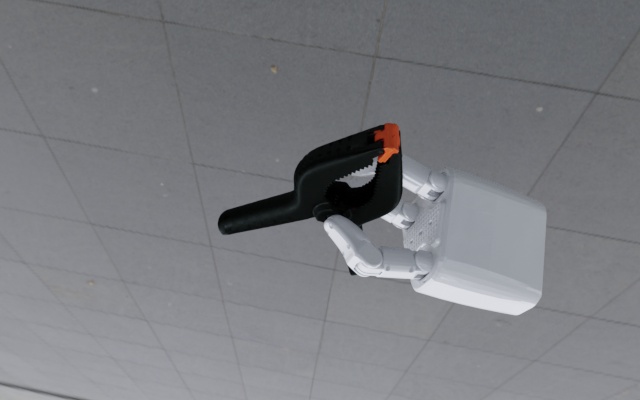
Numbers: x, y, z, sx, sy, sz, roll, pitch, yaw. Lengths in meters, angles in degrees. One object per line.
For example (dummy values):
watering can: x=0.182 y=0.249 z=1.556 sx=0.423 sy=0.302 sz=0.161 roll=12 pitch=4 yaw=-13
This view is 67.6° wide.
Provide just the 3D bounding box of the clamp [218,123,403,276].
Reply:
clamp: x=0.000 y=0.002 z=0.431 sx=0.164 sy=0.036 sz=0.210 roll=15 pitch=-36 yaw=-13
